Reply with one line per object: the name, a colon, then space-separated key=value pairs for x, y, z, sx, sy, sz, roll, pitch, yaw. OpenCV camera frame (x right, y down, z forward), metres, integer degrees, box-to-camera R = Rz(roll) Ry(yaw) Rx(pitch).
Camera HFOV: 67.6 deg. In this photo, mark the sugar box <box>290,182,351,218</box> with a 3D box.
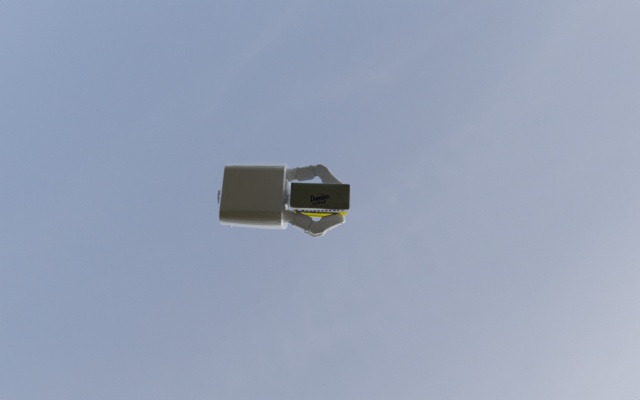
sugar box: x=0.000 y=0.003 z=0.802 sx=0.093 sy=0.048 sz=0.176 roll=2 pitch=-4 yaw=1
